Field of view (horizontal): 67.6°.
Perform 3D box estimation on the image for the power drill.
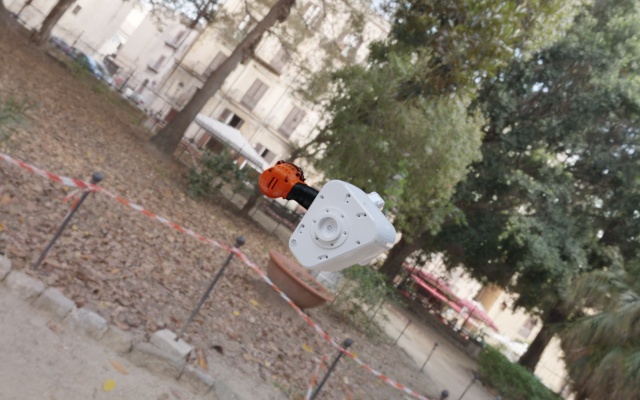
[{"bbox_3d":[0.001,0.003,0.750,0.187,0.057,0.184,31,11,3],"label":"power drill"}]
